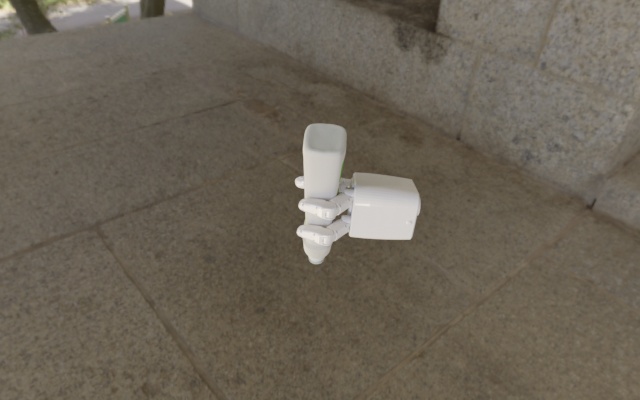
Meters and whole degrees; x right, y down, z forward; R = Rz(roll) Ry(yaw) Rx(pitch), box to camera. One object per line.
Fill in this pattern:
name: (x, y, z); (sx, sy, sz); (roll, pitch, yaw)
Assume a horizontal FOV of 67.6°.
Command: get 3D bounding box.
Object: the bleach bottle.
bleach bottle: (0.000, 0.003, 0.817); (0.068, 0.251, 0.102); (5, 37, 1)
